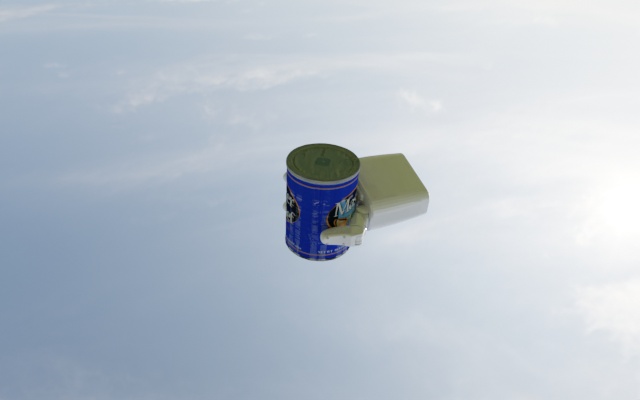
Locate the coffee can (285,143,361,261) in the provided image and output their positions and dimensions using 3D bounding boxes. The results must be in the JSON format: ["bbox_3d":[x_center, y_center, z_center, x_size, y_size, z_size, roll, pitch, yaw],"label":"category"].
[{"bbox_3d":[0.000,0.002,0.693,0.103,0.140,0.102,3,35,-2],"label":"coffee can"}]
